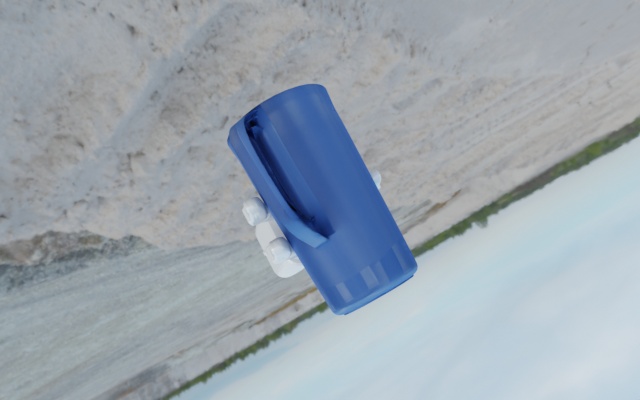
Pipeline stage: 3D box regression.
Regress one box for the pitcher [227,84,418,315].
[{"bbox_3d":[0.000,0.002,0.536,0.149,0.243,0.145,-26,-11,-21],"label":"pitcher"}]
